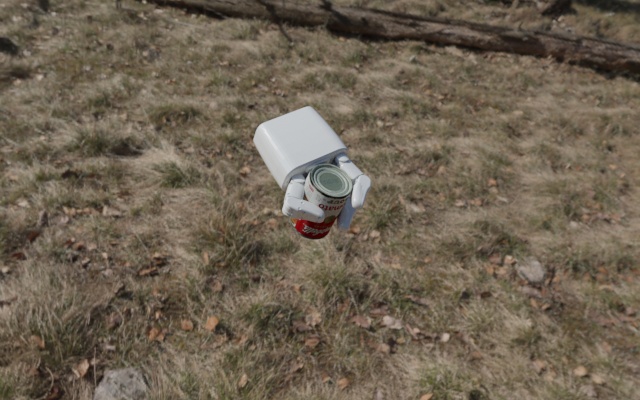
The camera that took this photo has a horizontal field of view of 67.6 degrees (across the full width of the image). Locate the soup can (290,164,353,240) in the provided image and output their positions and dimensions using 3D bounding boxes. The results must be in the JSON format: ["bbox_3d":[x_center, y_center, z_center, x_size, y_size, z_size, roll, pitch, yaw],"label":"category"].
[{"bbox_3d":[0.000,0.003,0.719,0.068,0.068,0.102,0,-39,-25],"label":"soup can"}]
